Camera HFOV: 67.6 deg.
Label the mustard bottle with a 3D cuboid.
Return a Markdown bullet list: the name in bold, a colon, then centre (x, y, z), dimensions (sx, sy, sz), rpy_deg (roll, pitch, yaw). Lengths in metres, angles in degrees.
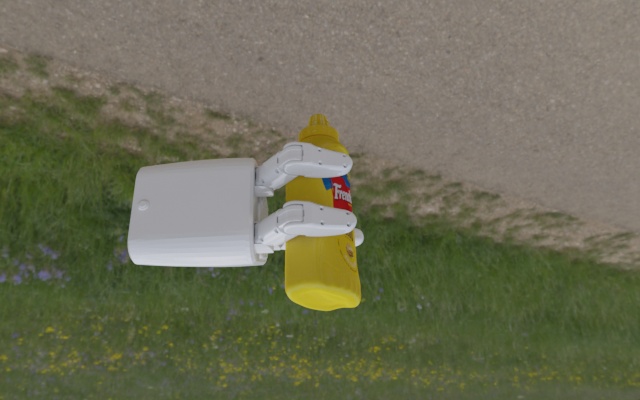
- **mustard bottle**: centre (0.000, 0.002, 0.455), dimensions (0.058, 0.191, 0.096), rpy_deg (-13, -27, 21)
